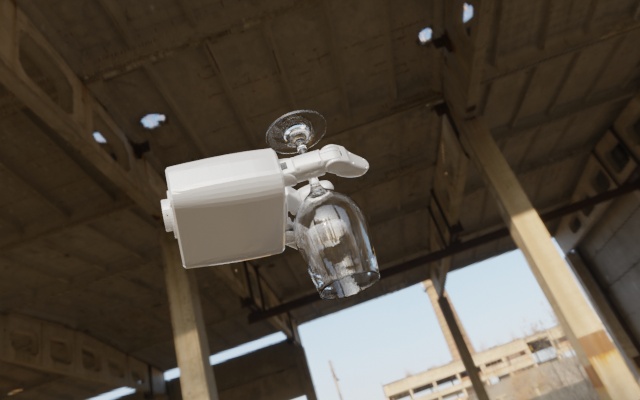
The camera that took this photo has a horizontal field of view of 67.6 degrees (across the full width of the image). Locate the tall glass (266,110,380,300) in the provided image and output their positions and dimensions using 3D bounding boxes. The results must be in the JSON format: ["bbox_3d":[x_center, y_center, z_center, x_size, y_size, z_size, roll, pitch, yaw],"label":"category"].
[{"bbox_3d":[0.000,0.001,0.512,0.079,0.201,0.079,-15,-30,-9],"label":"tall glass"}]
